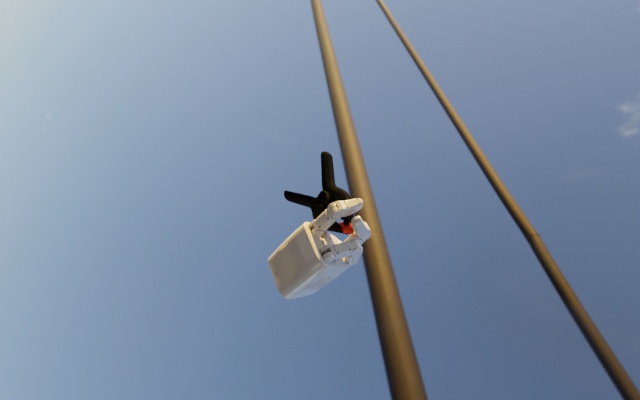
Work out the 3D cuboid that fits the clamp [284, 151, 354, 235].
[{"bbox_3d":[0.001,0.003,0.869,0.120,0.171,0.039,-42,-39,22],"label":"clamp"}]
